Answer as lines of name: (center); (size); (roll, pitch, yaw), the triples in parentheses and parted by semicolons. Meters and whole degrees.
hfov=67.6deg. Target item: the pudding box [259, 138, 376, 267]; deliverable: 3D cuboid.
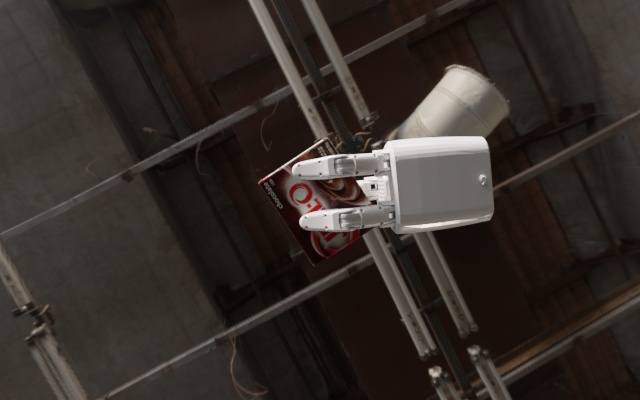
pudding box: (0.000, 0.002, 0.528); (0.090, 0.113, 0.039); (-34, 3, 0)
